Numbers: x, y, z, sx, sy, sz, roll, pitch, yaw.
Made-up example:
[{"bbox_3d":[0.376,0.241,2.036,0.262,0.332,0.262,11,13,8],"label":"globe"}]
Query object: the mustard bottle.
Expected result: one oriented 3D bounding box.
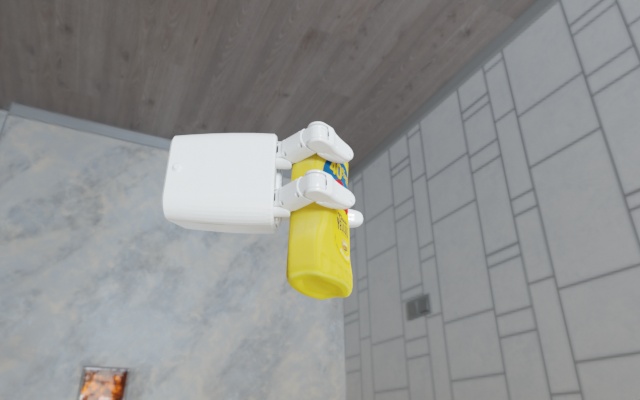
[{"bbox_3d":[0.000,0.002,0.510,0.058,0.191,0.096,-10,-28,20],"label":"mustard bottle"}]
